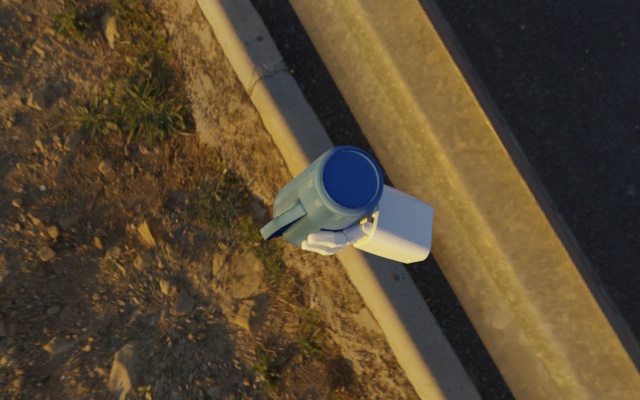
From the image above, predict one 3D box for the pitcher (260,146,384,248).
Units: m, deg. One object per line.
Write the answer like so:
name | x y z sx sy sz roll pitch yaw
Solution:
pitcher | 0.000 0.003 0.786 0.145 0.149 0.243 20 -18 -11
